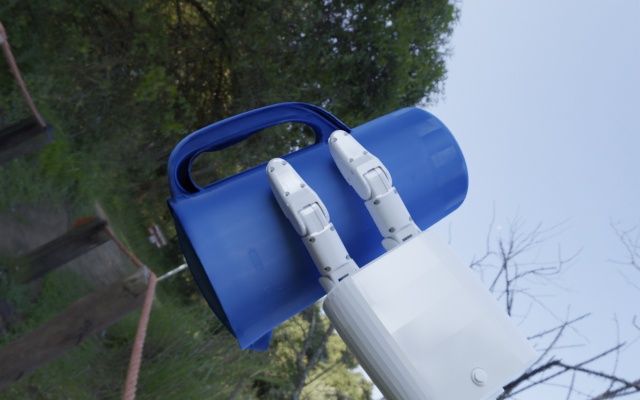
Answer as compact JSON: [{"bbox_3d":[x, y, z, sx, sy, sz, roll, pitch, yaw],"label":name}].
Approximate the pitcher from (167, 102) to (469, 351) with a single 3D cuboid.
[{"bbox_3d":[0.000,0.002,0.411,0.243,0.145,0.149,-27,-29,-18],"label":"pitcher"}]
